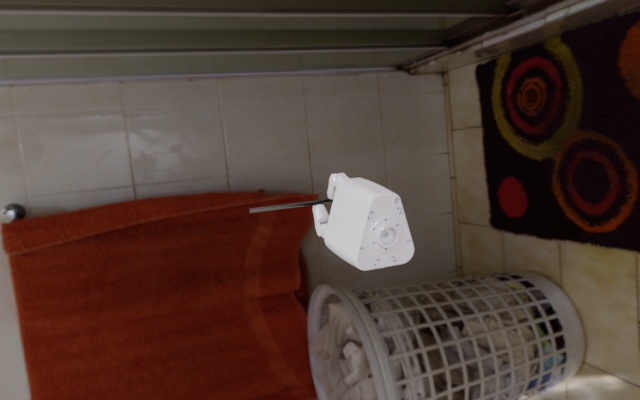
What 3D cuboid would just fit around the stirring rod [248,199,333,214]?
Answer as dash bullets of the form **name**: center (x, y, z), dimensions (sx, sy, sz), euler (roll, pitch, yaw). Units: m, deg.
- **stirring rod**: center (0.000, 0.003, 0.790), dimensions (0.239, 0.011, 0.011), euler (-7, 2, -20)
